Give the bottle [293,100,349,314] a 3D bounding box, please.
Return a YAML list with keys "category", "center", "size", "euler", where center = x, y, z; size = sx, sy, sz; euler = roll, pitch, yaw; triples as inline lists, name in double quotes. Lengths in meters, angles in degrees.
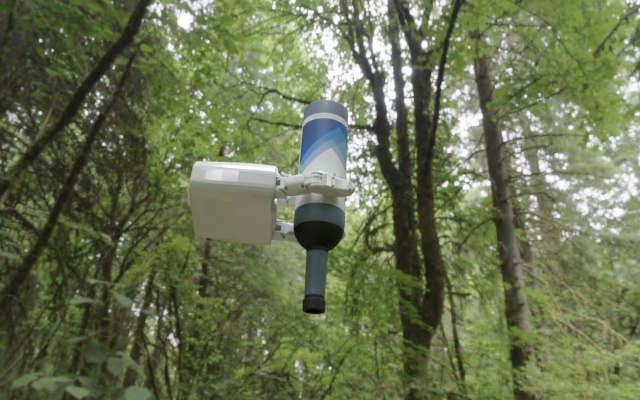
- category: "bottle"
  center: [0.000, 0.002, 0.633]
  size: [0.069, 0.295, 0.069]
  euler: [3, -28, 2]
